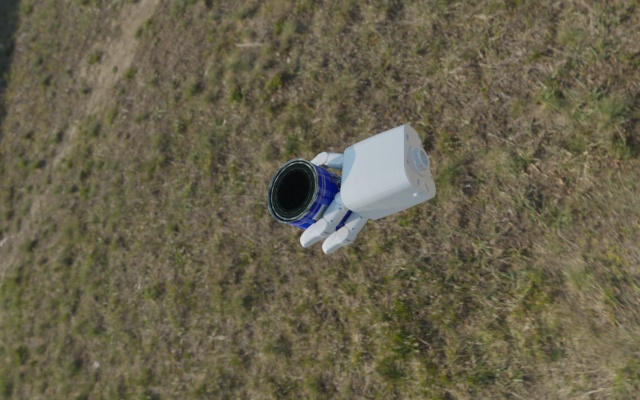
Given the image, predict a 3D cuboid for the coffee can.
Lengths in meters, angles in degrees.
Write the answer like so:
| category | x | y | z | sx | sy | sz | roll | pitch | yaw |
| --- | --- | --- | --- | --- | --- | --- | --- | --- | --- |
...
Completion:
| category | x | y | z | sx | sy | sz | roll | pitch | yaw |
| --- | --- | --- | --- | --- | --- | --- | --- | --- | --- |
| coffee can | 0.000 | 0.003 | 0.767 | 0.103 | 0.102 | 0.140 | 0 | -15 | 40 |
